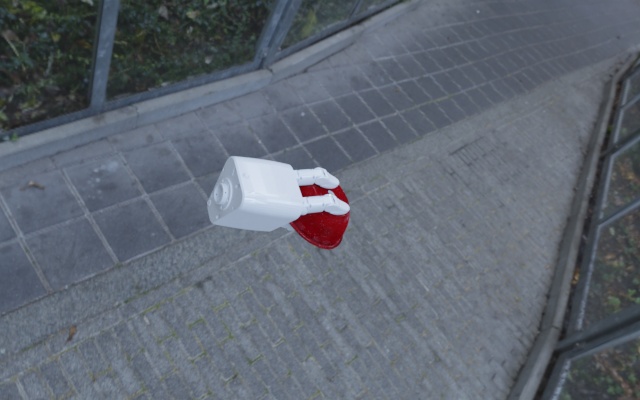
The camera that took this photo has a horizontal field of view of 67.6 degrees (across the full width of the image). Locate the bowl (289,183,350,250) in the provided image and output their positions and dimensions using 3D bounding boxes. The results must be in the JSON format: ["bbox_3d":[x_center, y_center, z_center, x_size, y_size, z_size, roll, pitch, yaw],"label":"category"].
[{"bbox_3d":[0.001,0.002,0.835,0.055,0.162,0.162,-38,-21,29],"label":"bowl"}]
